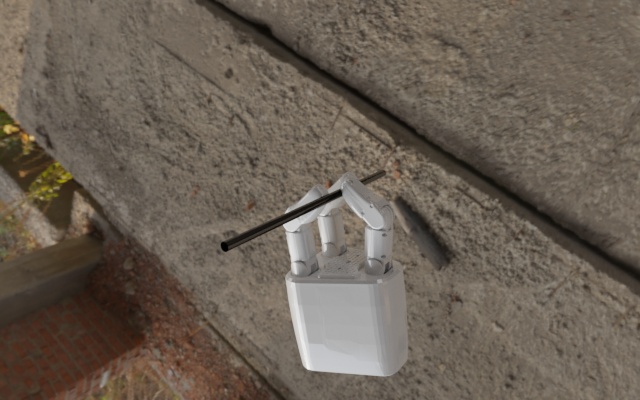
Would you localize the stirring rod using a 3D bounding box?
[{"bbox_3d":[0.000,0.001,0.436,0.011,0.011,0.239,0,15,37],"label":"stirring rod"}]
